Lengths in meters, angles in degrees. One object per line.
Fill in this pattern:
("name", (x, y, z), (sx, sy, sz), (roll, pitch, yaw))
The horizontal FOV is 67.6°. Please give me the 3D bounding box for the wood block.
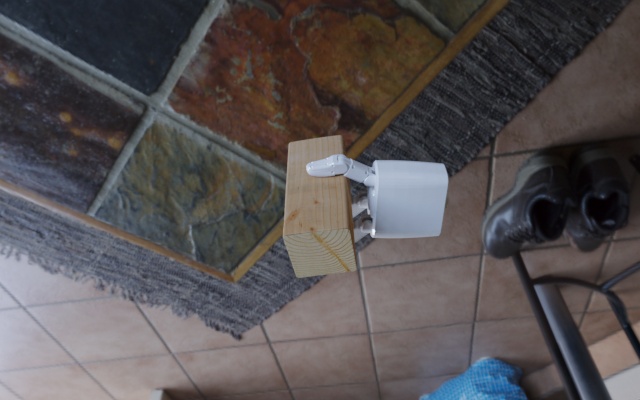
("wood block", (0.000, 0.002, 0.718), (0.090, 0.091, 0.206), (-7, 43, 6))
